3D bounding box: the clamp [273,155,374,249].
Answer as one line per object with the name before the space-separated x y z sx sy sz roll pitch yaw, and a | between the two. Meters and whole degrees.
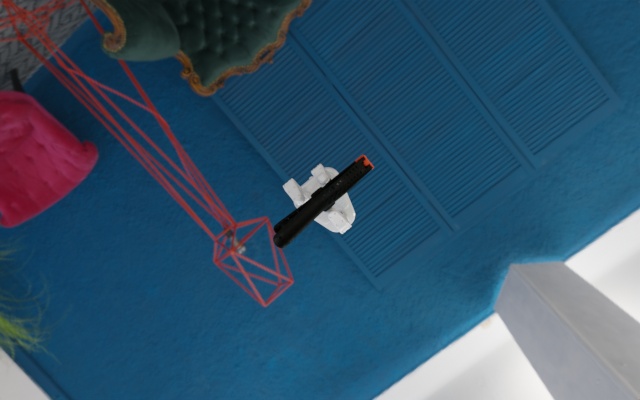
clamp | 0.001 0.003 0.785 0.210 0.036 0.164 -39 7 5
